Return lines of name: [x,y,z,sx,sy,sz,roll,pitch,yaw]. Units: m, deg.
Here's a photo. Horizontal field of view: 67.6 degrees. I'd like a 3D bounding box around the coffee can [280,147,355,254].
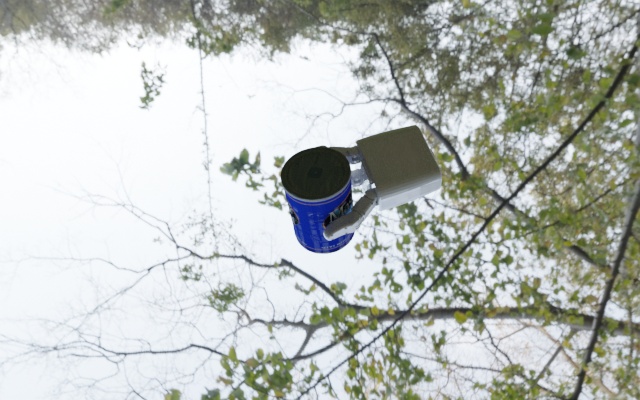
coffee can: [0.000,0.002,0.740,0.103,0.102,0.140,0,-39,8]
